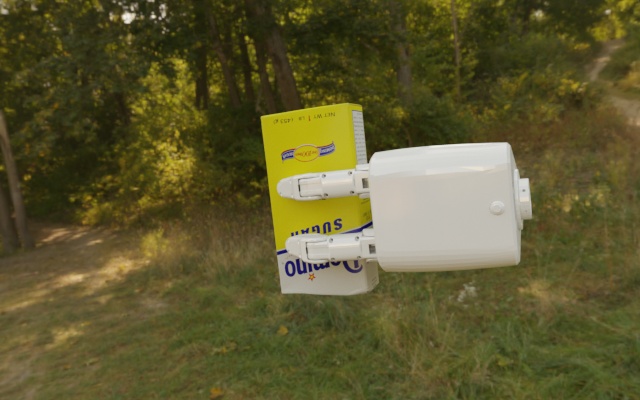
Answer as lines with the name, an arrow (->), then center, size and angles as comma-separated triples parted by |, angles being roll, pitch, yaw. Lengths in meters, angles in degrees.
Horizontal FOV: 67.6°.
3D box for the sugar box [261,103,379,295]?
sugar box -> 0.000, 0.001, 0.461 | 0.093, 0.176, 0.048 | -5, 3, 23
